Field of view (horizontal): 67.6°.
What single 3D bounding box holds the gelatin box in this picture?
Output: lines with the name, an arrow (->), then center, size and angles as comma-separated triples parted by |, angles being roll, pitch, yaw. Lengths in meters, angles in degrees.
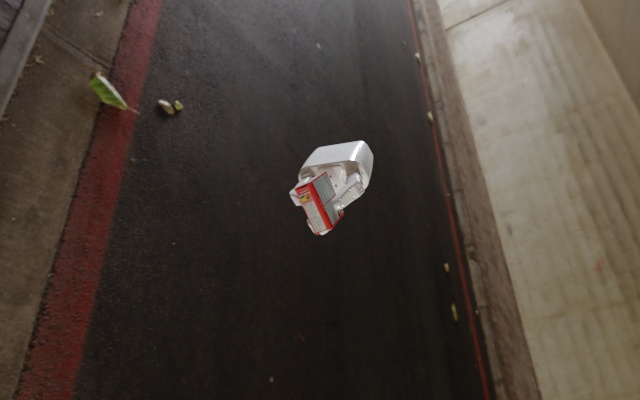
gelatin box -> 0.000, 0.002, 0.705 | 0.030, 0.073, 0.089 | -22, 7, 19
